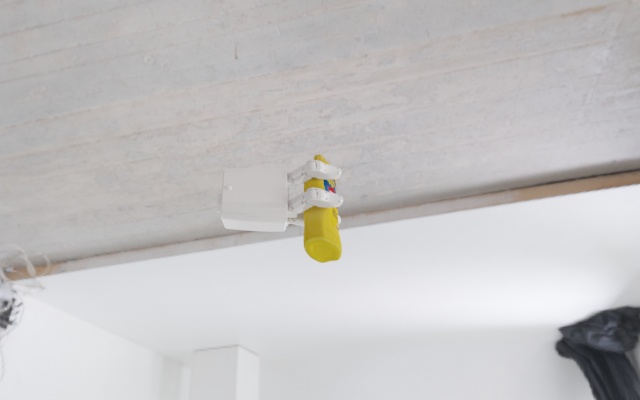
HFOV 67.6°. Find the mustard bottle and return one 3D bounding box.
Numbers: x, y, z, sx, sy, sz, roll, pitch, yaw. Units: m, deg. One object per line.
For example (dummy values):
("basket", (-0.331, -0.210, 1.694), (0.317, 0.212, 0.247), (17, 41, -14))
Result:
("mustard bottle", (0.000, 0.003, 0.816), (0.058, 0.191, 0.096), (-12, -33, 14))
